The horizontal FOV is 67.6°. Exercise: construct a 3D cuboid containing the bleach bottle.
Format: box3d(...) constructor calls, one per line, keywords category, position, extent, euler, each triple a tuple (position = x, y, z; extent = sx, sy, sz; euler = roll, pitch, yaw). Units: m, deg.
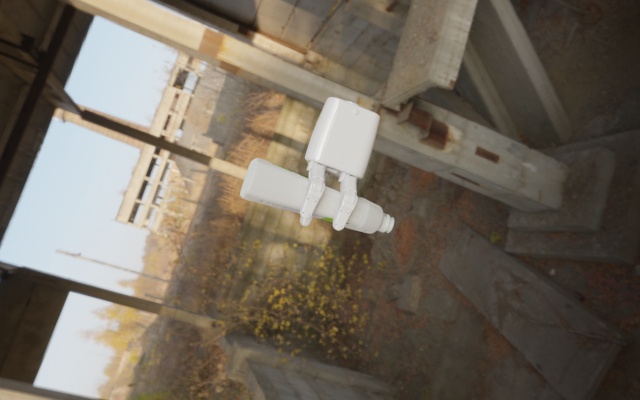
box3d(category="bleach bottle", position=(0.000, 0.003, 0.783), extent=(0.251, 0.068, 0.102), euler=(19, -4, -14))
